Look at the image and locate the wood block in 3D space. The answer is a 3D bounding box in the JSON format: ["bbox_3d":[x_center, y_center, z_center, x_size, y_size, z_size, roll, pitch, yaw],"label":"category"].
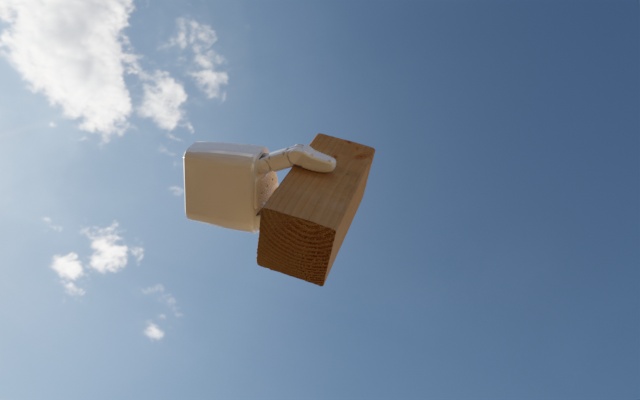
[{"bbox_3d":[0.000,0.002,0.628,0.090,0.091,0.206,17,36,9],"label":"wood block"}]
